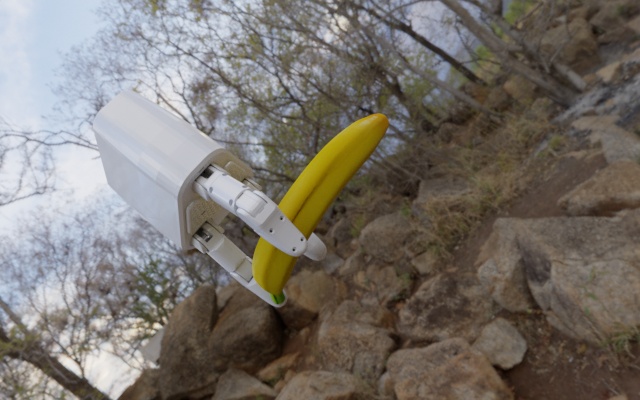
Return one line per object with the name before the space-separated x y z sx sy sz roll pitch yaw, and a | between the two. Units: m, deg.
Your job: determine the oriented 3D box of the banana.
banana | -0.007 0.003 0.408 0.037 0.198 0.069 34 5 15
